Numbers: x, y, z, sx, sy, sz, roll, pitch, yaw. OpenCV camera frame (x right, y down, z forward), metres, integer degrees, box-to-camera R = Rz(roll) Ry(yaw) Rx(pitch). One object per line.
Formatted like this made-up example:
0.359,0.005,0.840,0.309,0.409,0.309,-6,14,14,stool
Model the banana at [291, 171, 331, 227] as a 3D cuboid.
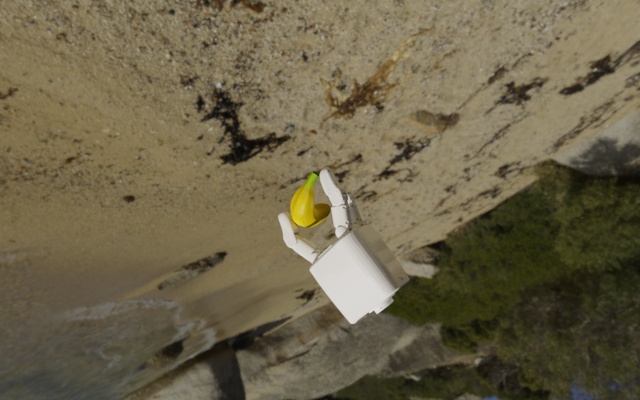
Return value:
-0.014,0.014,0.766,0.069,0.037,0.198,-40,-14,-6,banana
